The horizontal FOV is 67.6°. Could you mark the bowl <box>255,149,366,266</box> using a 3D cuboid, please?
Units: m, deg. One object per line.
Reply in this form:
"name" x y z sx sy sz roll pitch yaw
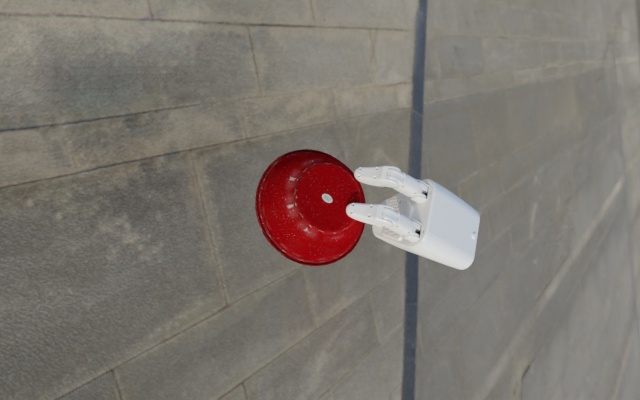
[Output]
"bowl" -0.001 0.002 0.620 0.162 0.162 0.055 0 -13 -24
